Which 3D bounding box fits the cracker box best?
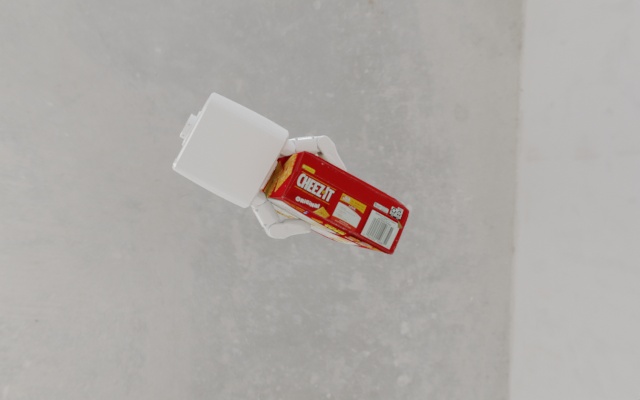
[{"bbox_3d":[0.000,0.002,0.672,0.164,0.072,0.213,28,-8,-18],"label":"cracker box"}]
